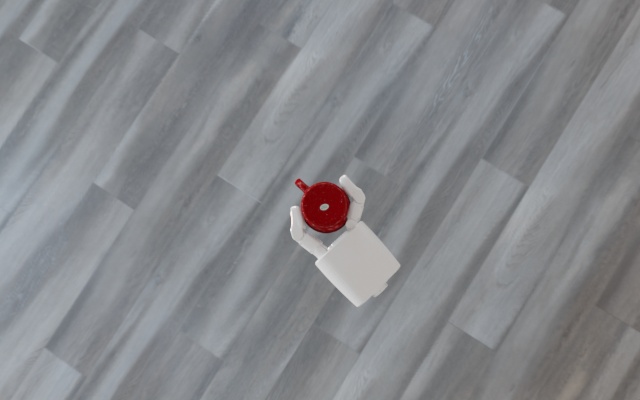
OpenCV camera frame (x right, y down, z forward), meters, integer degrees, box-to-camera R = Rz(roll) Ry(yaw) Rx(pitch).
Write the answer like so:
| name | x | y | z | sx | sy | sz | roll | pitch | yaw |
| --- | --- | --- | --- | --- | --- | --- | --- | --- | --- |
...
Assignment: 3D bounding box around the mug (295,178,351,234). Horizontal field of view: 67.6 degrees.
| name | x | y | z | sx | sy | sz | roll | pitch | yaw |
| --- | --- | --- | --- | --- | --- | --- | --- | --- | --- |
| mug | -0.001 | 0.002 | 0.847 | 0.093 | 0.117 | 0.081 | -45 | -5 | -1 |
